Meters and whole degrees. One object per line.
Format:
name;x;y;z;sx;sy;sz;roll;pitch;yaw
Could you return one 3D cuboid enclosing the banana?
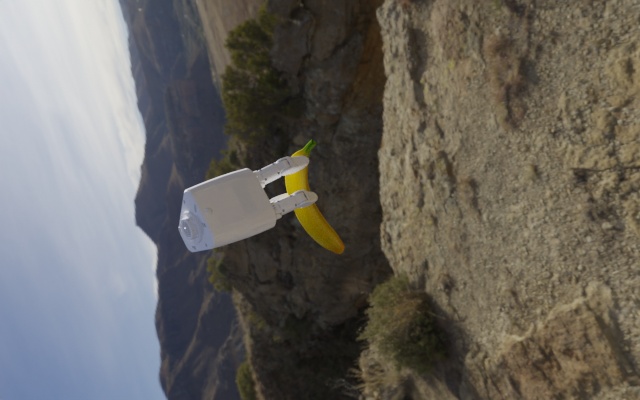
banana;-0.017;0.002;0.799;0.069;0.198;0.037;-10;13;28
